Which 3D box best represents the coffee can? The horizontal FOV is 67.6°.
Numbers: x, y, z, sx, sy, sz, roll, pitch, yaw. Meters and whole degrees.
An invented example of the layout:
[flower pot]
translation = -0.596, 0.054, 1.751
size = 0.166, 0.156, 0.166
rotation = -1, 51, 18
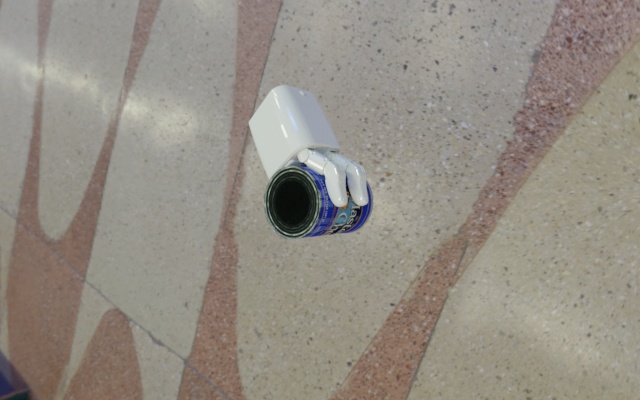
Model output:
[coffee can]
translation = 0.000, 0.003, 0.713
size = 0.103, 0.103, 0.140
rotation = 0, 1, 36
